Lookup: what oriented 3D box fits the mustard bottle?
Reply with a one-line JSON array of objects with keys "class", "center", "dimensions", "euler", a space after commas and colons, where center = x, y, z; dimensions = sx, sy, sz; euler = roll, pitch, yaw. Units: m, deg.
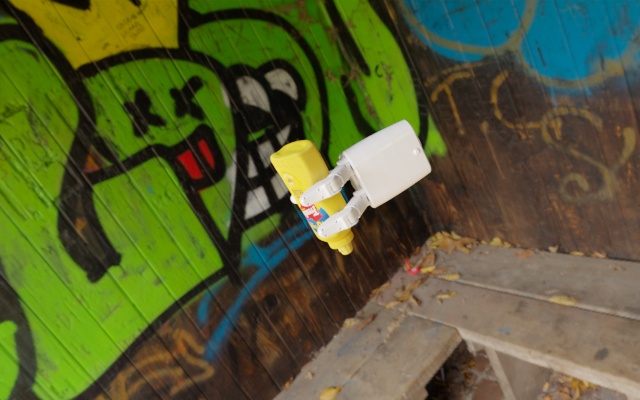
[{"class": "mustard bottle", "center": [0.000, 0.002, 0.731], "dimensions": [0.058, 0.192, 0.096], "euler": [-39, 21, -25]}]
